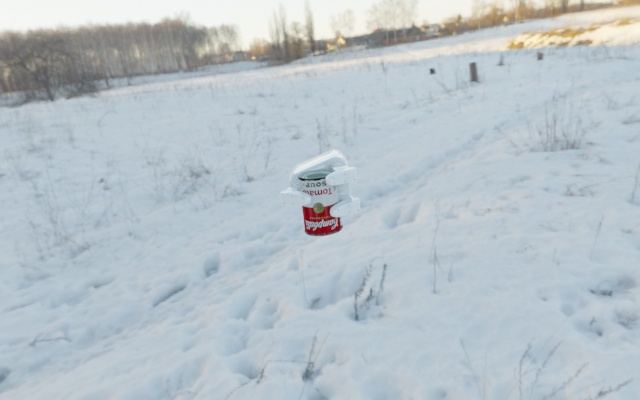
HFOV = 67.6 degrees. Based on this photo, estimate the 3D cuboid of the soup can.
[{"bbox_3d":[0.000,0.003,0.825,0.068,0.102,0.068,-6,16,2],"label":"soup can"}]
